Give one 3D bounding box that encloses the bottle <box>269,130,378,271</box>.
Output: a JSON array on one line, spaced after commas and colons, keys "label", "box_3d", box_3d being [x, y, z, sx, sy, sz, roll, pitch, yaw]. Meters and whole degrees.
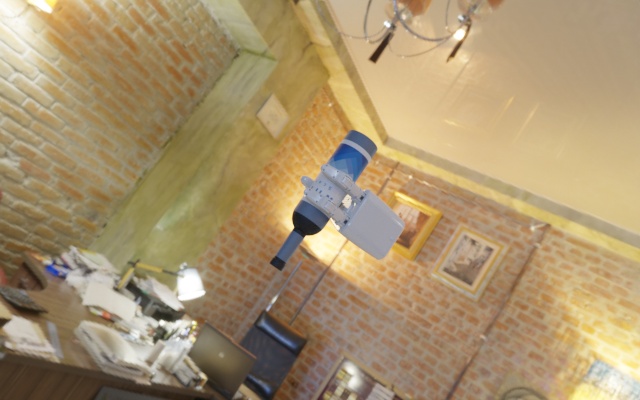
[{"label": "bottle", "box_3d": [0.000, 0.003, 0.896, 0.069, 0.295, 0.069, 34, -10, 7]}]
